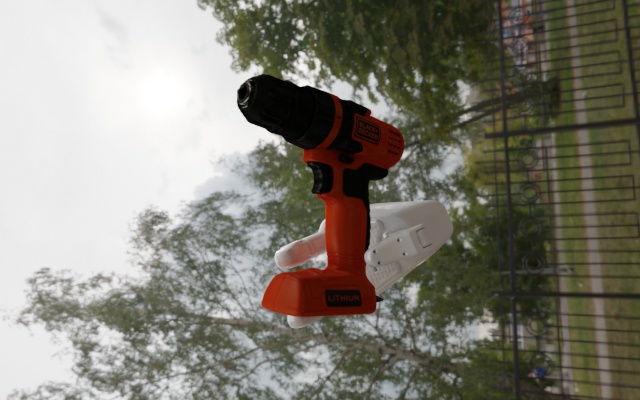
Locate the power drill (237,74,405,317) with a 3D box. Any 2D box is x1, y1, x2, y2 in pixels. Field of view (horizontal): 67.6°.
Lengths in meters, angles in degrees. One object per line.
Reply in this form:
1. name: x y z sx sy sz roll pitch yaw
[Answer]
1. power drill: 0.000 0.002 0.408 0.184 0.187 0.057 12 -7 -42
